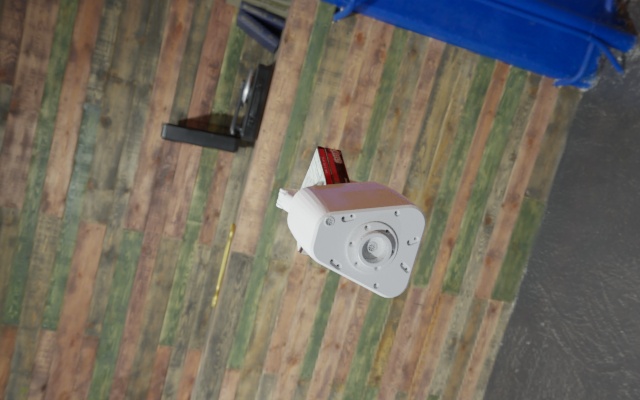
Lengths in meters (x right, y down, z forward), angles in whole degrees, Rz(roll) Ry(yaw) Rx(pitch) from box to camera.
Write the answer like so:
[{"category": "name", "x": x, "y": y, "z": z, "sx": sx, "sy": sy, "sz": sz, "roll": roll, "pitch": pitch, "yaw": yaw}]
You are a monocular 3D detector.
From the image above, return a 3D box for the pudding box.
[{"category": "pudding box", "x": 0.000, "y": 0.002, "z": 0.605, "sx": 0.039, "sy": 0.114, "sz": 0.090, "roll": 12, "pitch": 37, "yaw": -18}]
